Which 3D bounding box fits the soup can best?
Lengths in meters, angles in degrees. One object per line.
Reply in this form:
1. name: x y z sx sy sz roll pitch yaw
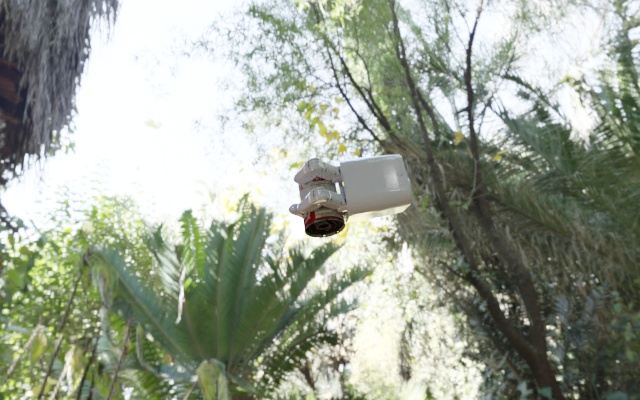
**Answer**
1. soup can: 0.000 0.002 0.802 0.068 0.102 0.068 -8 -28 -4
